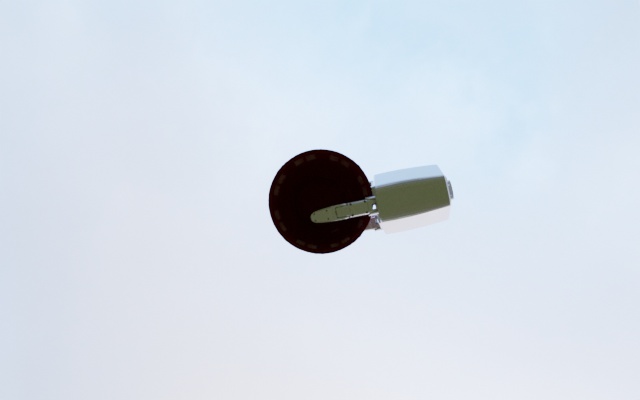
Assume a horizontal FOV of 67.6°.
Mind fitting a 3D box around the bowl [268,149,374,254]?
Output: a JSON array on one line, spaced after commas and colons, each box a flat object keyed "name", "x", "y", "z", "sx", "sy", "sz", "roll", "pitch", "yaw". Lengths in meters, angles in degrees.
[{"name": "bowl", "x": -0.001, "y": 0.002, "z": 0.756, "sx": 0.162, "sy": 0.162, "sz": 0.055, "roll": 0, "pitch": -3, "yaw": -1}]
